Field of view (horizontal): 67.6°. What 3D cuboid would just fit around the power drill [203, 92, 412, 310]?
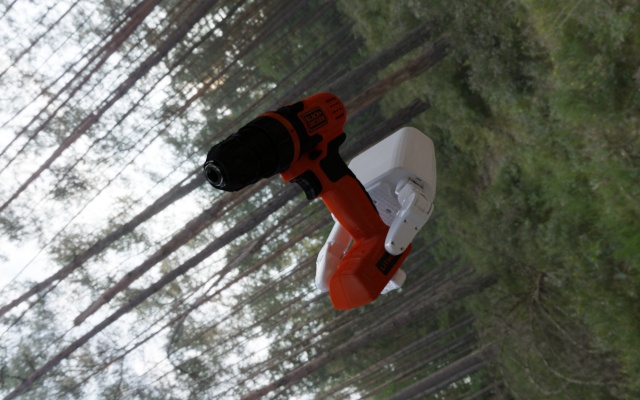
[{"bbox_3d":[0.000,0.002,0.434,0.057,0.188,0.184,-22,11,41],"label":"power drill"}]
